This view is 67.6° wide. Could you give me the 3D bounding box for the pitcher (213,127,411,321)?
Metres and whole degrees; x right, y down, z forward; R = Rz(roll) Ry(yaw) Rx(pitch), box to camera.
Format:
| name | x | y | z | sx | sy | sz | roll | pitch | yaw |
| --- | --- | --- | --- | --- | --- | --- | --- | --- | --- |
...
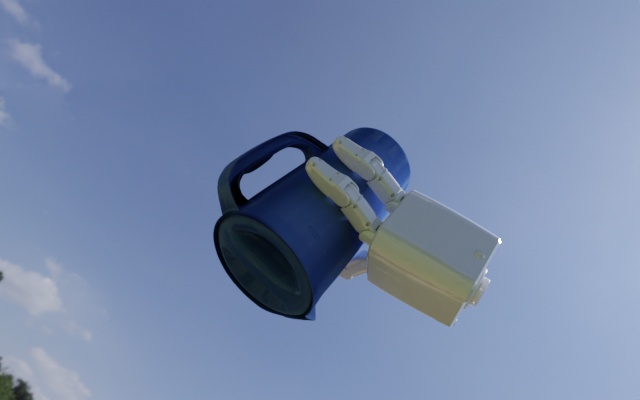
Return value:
| name | x | y | z | sx | sy | sz | roll | pitch | yaw |
| --- | --- | --- | --- | --- | --- | --- | --- | --- | --- |
| pitcher | 0.000 | 0.002 | 0.551 | 0.145 | 0.149 | 0.242 | 30 | 47 | 20 |
